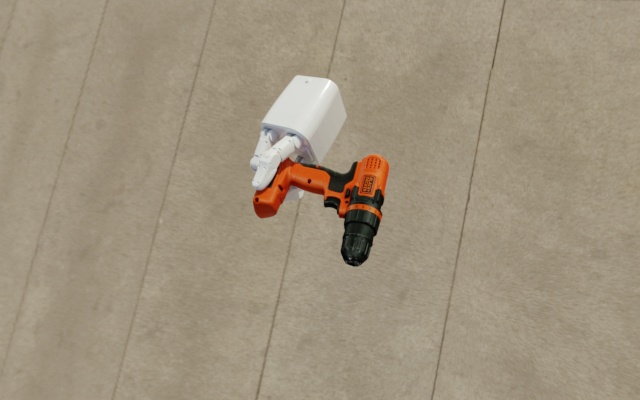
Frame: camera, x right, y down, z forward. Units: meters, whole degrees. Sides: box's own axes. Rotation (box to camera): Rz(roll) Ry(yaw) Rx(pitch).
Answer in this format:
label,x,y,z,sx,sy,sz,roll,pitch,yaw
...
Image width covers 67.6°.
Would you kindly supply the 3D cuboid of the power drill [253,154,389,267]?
label,x,y,z,sx,sy,sz,roll,pitch,yaw
power drill,0.000,0.002,0.710,0.187,0.184,0.057,10,-34,11
